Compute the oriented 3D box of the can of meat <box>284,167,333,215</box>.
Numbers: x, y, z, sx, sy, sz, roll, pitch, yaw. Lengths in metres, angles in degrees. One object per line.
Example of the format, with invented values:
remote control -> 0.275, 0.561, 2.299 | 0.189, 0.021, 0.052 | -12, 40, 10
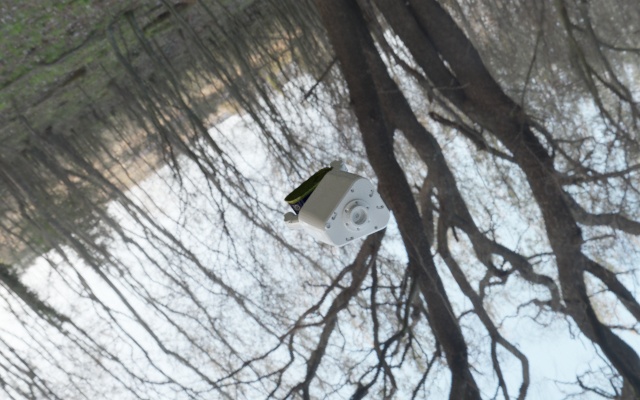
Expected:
can of meat -> 0.000, 0.003, 0.861 | 0.102, 0.084, 0.057 | -40, 19, -16
